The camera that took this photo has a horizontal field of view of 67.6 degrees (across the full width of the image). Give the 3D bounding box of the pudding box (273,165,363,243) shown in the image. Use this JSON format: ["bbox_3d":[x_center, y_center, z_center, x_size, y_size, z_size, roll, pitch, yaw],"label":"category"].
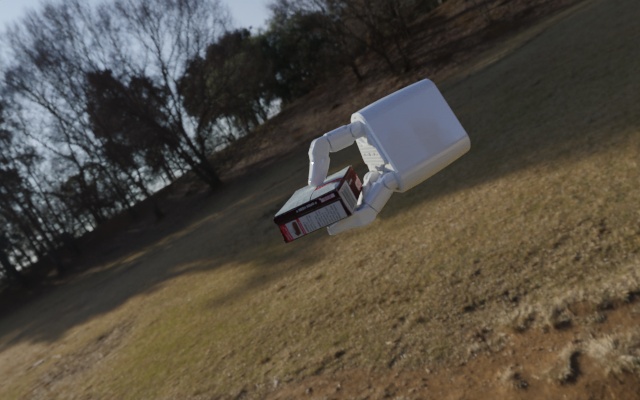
[{"bbox_3d":[0.000,0.002,0.591,0.090,0.039,0.113,-25,10,19],"label":"pudding box"}]
